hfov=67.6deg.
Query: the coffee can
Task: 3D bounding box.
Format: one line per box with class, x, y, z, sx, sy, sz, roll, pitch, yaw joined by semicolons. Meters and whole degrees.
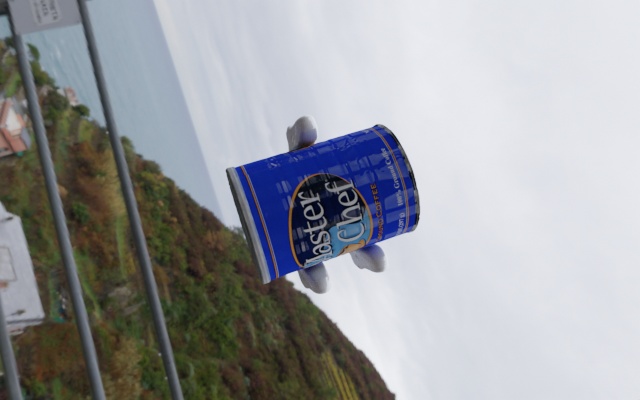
coffee can;0.000;0.001;0.417;0.140;0.103;0.103;-18;3;-11
